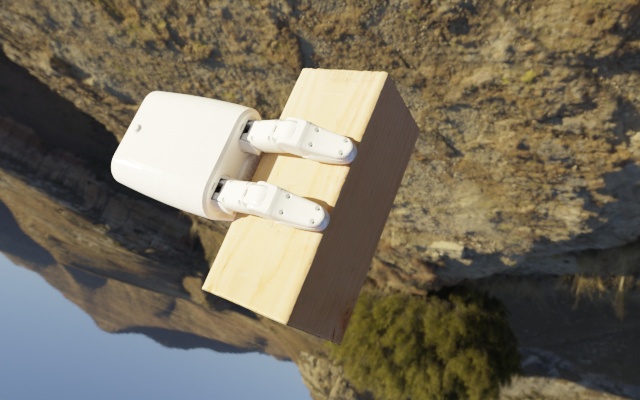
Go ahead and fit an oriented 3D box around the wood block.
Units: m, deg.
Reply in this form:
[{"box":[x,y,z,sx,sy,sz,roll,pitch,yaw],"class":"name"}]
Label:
[{"box":[0.000,0.001,0.406,0.090,0.206,0.091,13,-17,34],"class":"wood block"}]
